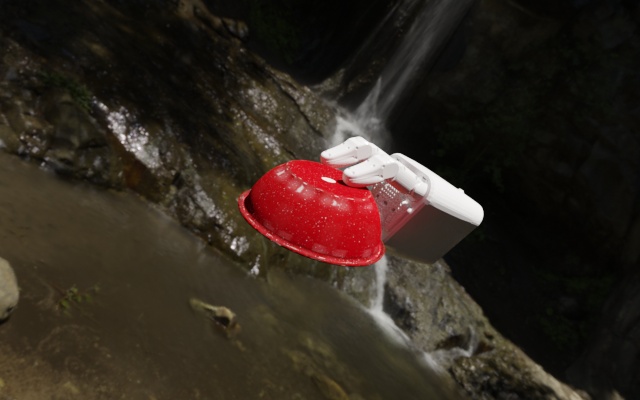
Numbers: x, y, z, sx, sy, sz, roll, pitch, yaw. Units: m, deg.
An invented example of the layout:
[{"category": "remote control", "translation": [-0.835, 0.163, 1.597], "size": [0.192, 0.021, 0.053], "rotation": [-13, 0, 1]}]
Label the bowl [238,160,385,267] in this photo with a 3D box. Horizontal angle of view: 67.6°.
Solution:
[{"category": "bowl", "translation": [-0.001, 0.001, 0.492], "size": [0.162, 0.055, 0.162], "rotation": [18, 20, -7]}]
